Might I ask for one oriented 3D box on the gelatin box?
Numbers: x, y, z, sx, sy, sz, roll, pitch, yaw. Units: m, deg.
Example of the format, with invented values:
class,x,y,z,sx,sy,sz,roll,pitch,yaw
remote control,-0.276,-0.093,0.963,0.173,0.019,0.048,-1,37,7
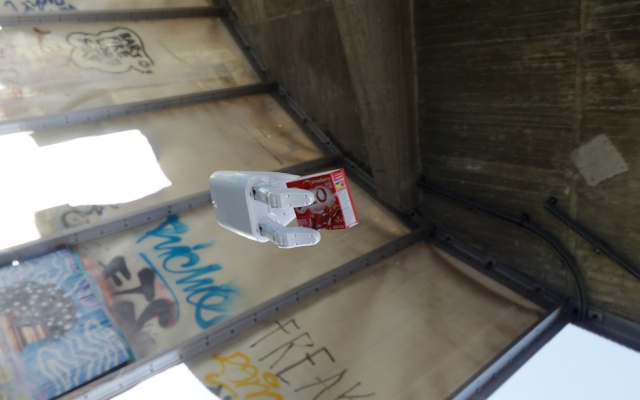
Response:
class,x,y,z,sx,sy,sz,roll,pitch,yaw
gelatin box,0.001,0.002,0.623,0.089,0.073,0.030,-8,11,45
